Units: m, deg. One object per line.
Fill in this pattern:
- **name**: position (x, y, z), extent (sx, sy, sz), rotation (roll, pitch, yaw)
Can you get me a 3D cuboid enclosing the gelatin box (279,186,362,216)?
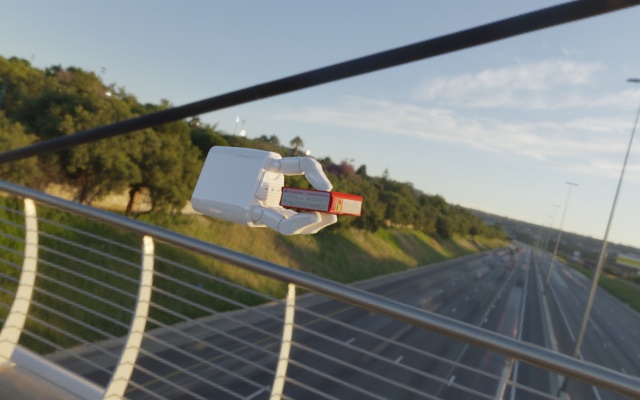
- **gelatin box**: position (0.000, 0.002, 0.649), extent (0.089, 0.030, 0.073), rotation (6, -2, 37)
